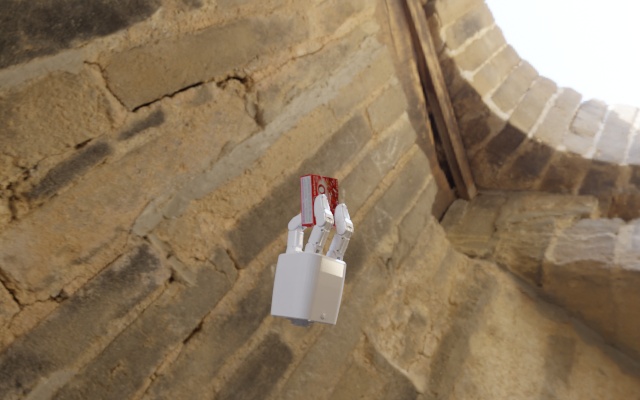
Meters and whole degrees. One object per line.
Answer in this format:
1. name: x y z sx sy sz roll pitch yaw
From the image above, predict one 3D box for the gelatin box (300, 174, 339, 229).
1. gelatin box: 0.000 0.002 0.828 0.030 0.089 0.073 -9 -10 40
